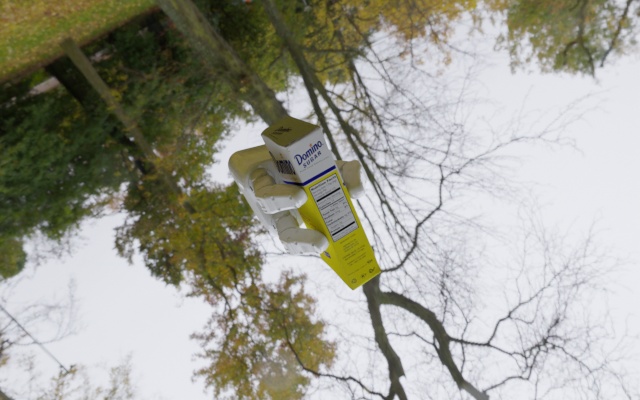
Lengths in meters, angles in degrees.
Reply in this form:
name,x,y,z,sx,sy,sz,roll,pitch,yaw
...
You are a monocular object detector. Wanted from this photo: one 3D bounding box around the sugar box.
name,x,y,z,sx,sy,sz,roll,pitch,yaw
sugar box,0.000,0.002,0.506,0.048,0.176,0.093,-33,25,-11
